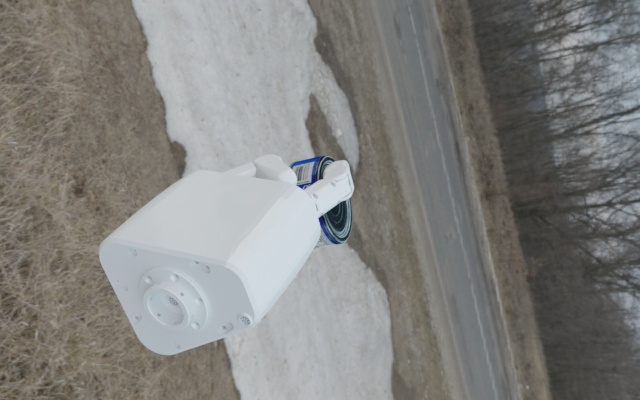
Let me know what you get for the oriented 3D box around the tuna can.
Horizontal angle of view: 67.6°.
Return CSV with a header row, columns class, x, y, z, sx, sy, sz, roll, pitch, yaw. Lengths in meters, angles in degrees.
class,x,y,z,sx,sy,sz,roll,pitch,yaw
tuna can,0.001,0.001,0.451,0.034,0.086,0.086,-11,-4,22
